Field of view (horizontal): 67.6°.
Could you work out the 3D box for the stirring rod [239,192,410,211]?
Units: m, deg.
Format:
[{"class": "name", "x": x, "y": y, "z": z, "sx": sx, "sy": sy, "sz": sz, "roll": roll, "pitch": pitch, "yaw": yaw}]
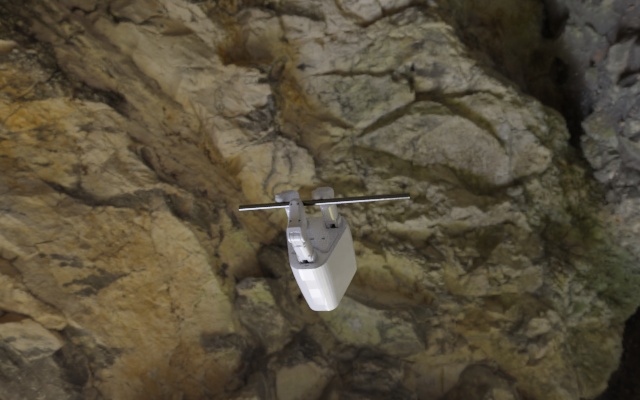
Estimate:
[{"class": "stirring rod", "x": 0.000, "y": 0.002, "z": 0.652, "sx": 0.239, "sy": 0.011, "sz": 0.011, "roll": -4, "pitch": -1, "yaw": 16}]
